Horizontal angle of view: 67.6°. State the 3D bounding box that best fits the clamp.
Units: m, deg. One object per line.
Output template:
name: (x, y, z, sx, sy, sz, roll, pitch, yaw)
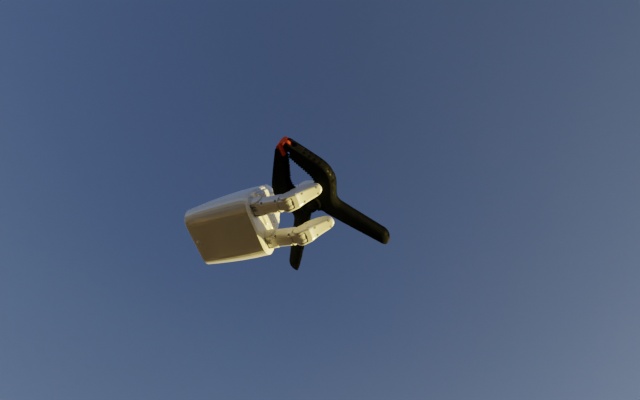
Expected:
clamp: (0.000, 0.001, 0.694, 0.164, 0.210, 0.036, -13, 25, 16)
